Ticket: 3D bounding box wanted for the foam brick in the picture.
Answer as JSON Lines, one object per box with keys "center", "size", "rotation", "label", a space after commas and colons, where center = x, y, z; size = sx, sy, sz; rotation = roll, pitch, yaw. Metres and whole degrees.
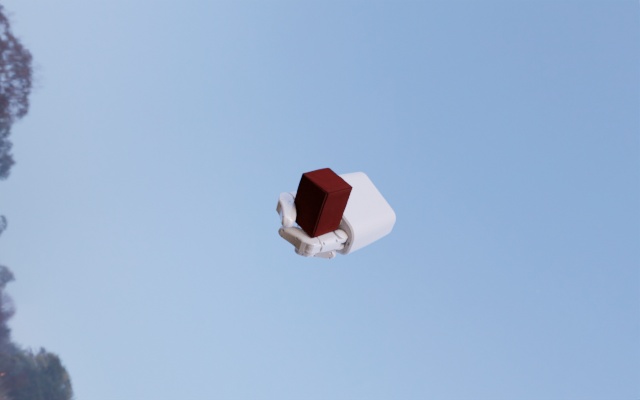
{"center": [0.000, 0.002, 0.656], "size": [0.051, 0.078, 0.053], "rotation": [-16, 47, -41], "label": "foam brick"}
